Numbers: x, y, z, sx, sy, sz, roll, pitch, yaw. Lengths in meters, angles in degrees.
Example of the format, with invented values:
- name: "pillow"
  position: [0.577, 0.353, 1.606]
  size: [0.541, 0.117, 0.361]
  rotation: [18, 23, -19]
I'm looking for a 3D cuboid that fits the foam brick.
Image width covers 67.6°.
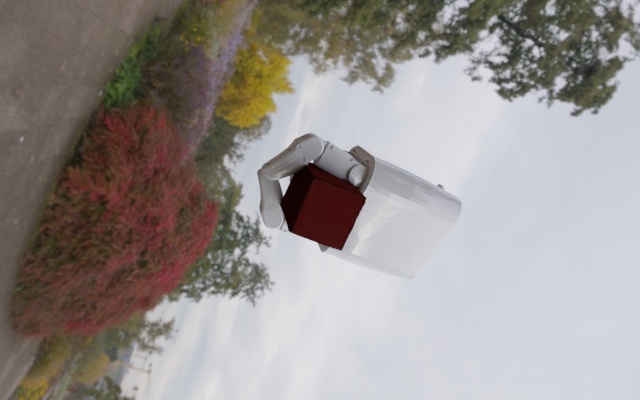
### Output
- name: "foam brick"
  position: [0.000, 0.002, 0.429]
  size: [0.051, 0.053, 0.078]
  rotation: [23, 12, -16]
